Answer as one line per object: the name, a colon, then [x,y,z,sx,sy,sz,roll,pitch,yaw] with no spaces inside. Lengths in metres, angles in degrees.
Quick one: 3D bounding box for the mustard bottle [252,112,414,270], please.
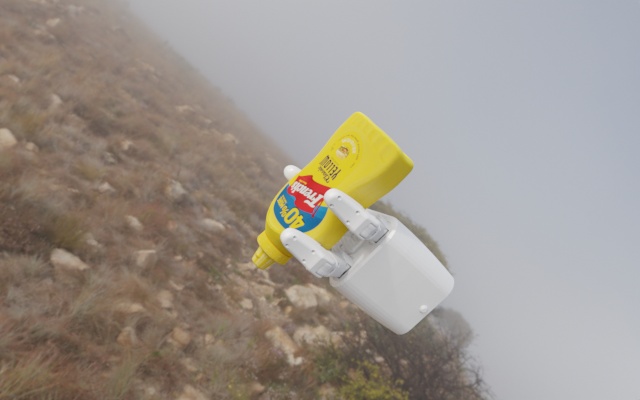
mustard bottle: [0.000,0.001,0.497,0.058,0.191,0.096,36,12,-43]
